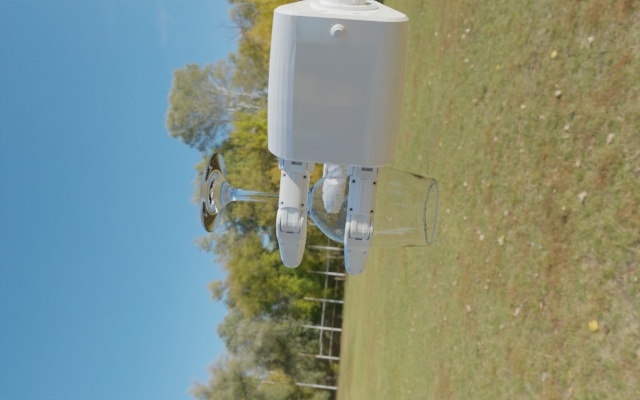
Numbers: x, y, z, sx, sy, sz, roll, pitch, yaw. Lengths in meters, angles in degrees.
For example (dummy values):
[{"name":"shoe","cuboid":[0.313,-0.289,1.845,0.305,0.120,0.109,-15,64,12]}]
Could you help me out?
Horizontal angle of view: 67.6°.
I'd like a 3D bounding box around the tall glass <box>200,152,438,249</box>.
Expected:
[{"name":"tall glass","cuboid":[-0.001,0.001,0.433,0.201,0.079,0.079,5,0,4]}]
